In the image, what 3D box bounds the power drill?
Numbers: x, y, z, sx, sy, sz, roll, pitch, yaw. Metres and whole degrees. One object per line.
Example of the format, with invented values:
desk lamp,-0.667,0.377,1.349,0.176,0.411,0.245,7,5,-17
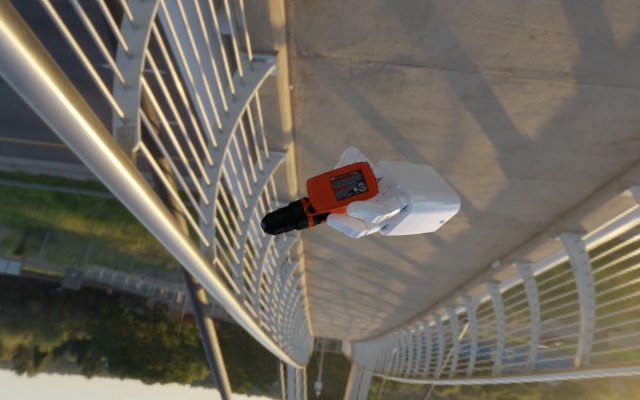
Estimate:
power drill,0.000,0.002,0.752,0.184,0.057,0.188,-20,-6,-15
